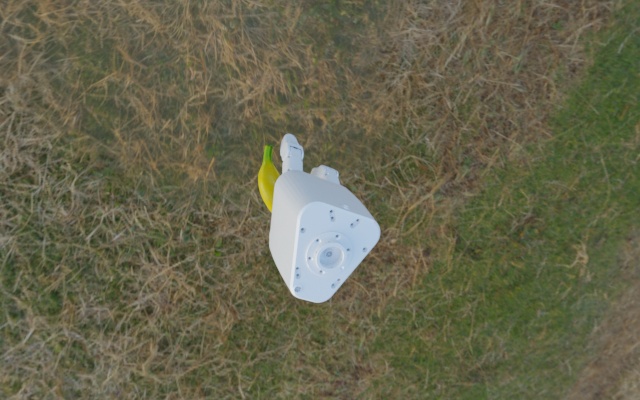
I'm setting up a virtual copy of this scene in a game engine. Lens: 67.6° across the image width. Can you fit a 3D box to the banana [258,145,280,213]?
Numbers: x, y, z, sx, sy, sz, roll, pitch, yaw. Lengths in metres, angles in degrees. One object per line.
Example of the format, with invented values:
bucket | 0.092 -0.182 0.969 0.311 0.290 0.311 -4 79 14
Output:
banana | -0.014 0.014 0.633 0.198 0.069 0.037 40 -2 -22
